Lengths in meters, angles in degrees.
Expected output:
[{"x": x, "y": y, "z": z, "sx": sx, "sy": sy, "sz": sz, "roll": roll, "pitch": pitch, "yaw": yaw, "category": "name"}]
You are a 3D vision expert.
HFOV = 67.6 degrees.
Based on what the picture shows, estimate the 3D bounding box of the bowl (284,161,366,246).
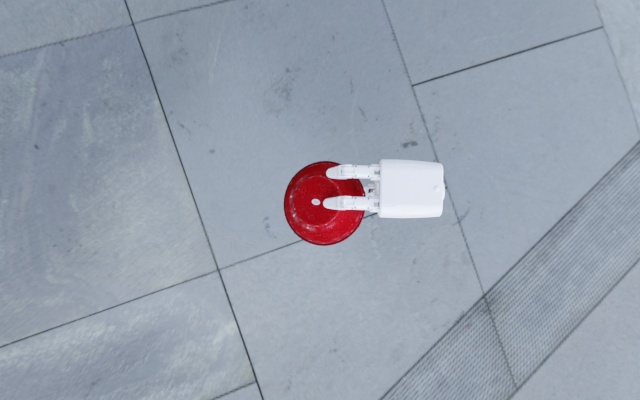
[{"x": -0.001, "y": 0.003, "z": 0.879, "sx": 0.162, "sy": 0.162, "sz": 0.055, "roll": 0, "pitch": -5, "yaw": 15, "category": "bowl"}]
